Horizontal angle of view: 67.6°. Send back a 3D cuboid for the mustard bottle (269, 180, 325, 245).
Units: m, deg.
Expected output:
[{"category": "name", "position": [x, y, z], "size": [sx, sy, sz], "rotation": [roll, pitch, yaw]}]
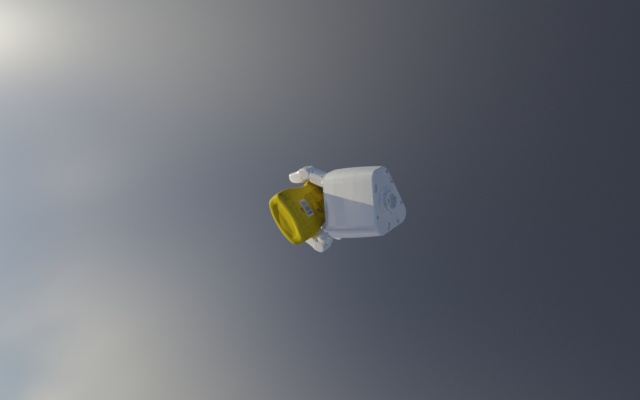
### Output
[{"category": "mustard bottle", "position": [0.000, 0.003, 0.884], "size": [0.191, 0.096, 0.058], "rotation": [-28, -7, -44]}]
